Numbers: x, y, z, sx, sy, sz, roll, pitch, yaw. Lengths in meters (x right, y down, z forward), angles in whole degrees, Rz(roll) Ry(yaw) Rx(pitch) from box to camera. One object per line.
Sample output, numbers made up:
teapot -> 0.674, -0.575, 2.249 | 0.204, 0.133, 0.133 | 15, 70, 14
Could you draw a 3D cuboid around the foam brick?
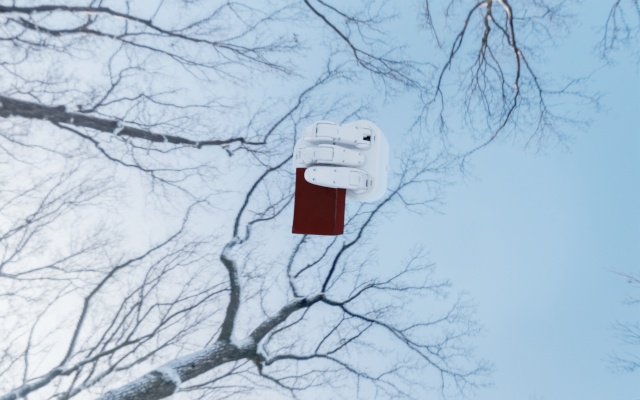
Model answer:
foam brick -> 0.000, 0.002, 0.564 | 0.053, 0.078, 0.051 | 4, -1, 15
